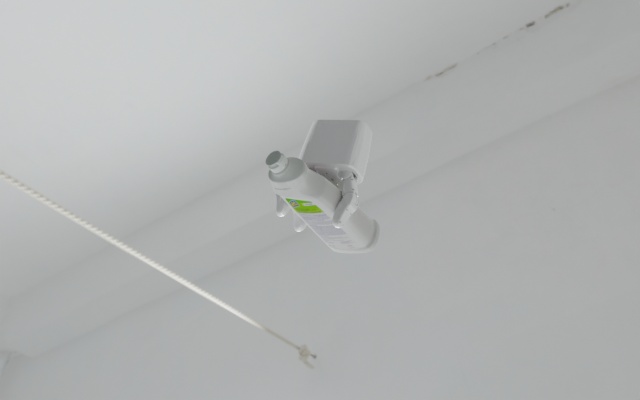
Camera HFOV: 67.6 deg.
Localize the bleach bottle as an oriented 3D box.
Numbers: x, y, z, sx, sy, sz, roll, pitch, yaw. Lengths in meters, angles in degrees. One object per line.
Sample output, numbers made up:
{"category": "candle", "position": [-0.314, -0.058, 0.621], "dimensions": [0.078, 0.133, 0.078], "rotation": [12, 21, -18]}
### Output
{"category": "bleach bottle", "position": [0.000, 0.003, 0.798], "dimensions": [0.102, 0.068, 0.251], "rotation": [-6, -36, 34]}
